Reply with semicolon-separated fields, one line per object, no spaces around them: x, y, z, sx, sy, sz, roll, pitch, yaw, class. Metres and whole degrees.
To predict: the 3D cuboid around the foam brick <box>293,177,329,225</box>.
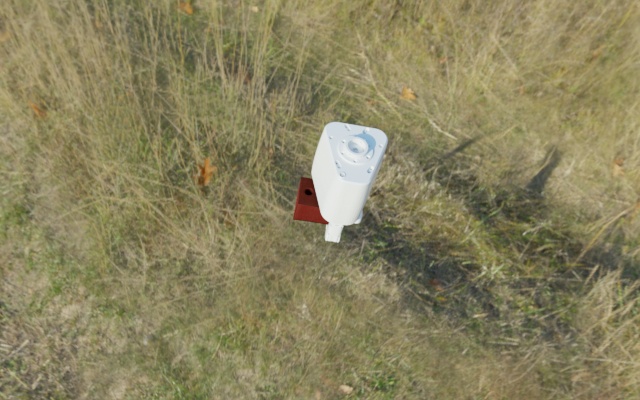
0.000;0.003;0.757;0.078;0.053;0.051;9;-32;-4;foam brick
